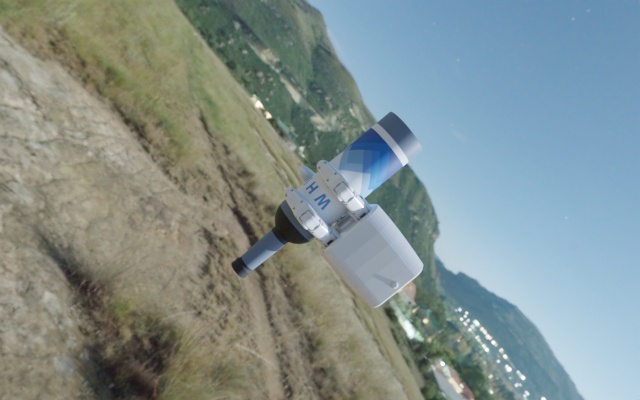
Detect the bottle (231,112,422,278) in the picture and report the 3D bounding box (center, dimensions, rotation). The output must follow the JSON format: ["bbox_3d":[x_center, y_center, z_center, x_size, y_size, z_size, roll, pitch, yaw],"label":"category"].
[{"bbox_3d":[0.000,0.002,0.640,0.296,0.069,0.069,-40,-4,4],"label":"bottle"}]
